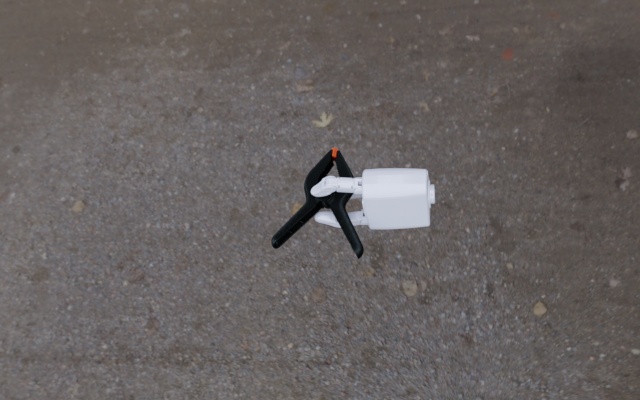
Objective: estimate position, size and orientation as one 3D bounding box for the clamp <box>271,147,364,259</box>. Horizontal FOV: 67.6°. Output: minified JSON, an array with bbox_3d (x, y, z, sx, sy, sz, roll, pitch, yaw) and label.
[{"bbox_3d":[0.000,0.002,0.853,0.164,0.210,0.036,-1,-26,14],"label":"clamp"}]
